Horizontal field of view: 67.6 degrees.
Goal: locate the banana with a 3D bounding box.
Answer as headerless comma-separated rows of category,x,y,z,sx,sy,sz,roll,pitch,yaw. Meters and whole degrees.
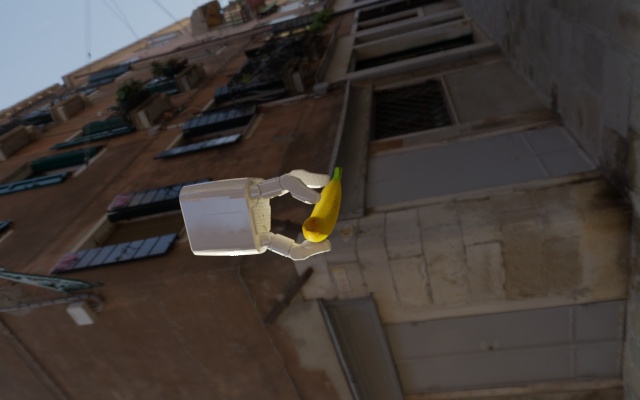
banana,0.002,0.018,0.701,0.037,0.070,0.197,0,26,12
